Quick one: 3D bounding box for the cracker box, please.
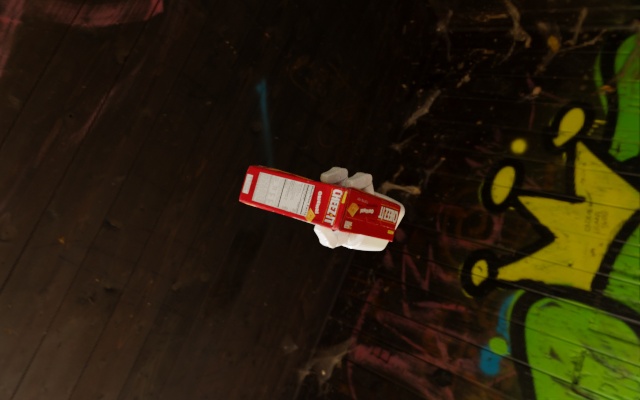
[{"bbox_3d":[0.000,0.003,0.793,0.213,0.072,0.164,15,0,37],"label":"cracker box"}]
